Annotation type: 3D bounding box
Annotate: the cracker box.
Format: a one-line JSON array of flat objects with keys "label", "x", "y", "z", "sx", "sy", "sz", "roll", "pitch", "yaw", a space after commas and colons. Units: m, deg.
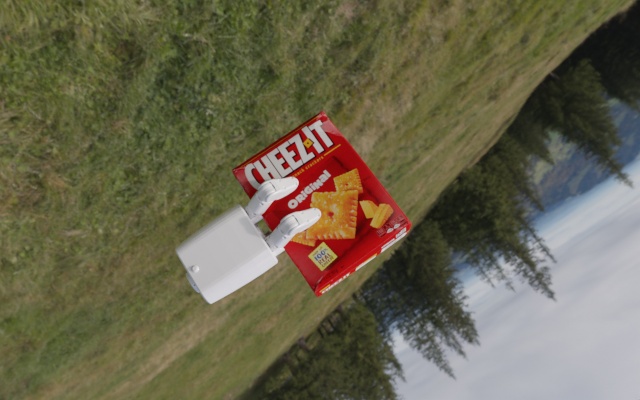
[{"label": "cracker box", "x": 0.000, "y": 0.002, "z": 0.683, "sx": 0.164, "sy": 0.213, "sz": 0.072, "roll": -34, "pitch": -15, "yaw": -7}]
